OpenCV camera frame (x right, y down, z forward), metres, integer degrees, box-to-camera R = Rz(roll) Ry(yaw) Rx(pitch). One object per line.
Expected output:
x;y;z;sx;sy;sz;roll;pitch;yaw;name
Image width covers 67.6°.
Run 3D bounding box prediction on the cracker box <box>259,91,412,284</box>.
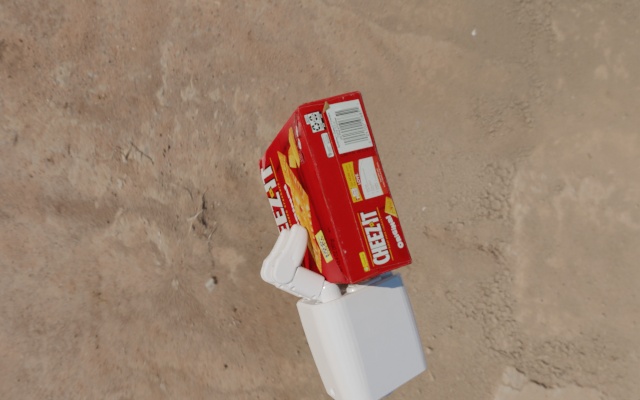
0.000;0.002;0.513;0.072;0.164;0.214;-16;-3;-18;cracker box
